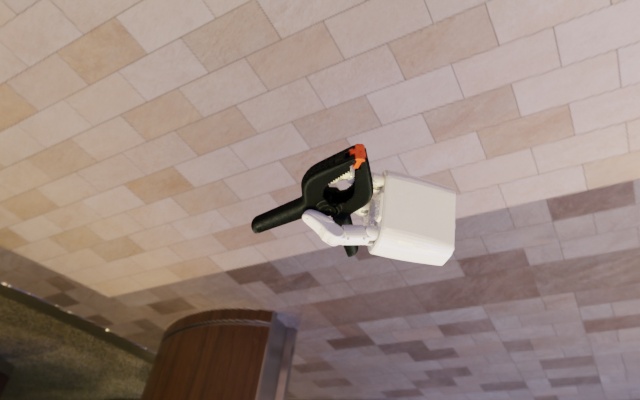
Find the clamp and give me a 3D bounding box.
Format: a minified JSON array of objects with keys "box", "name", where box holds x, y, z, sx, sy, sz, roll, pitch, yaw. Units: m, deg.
[{"box":[0.000,0.002,0.639,0.164,0.036,0.210,10,-41,-11],"name":"clamp"}]
